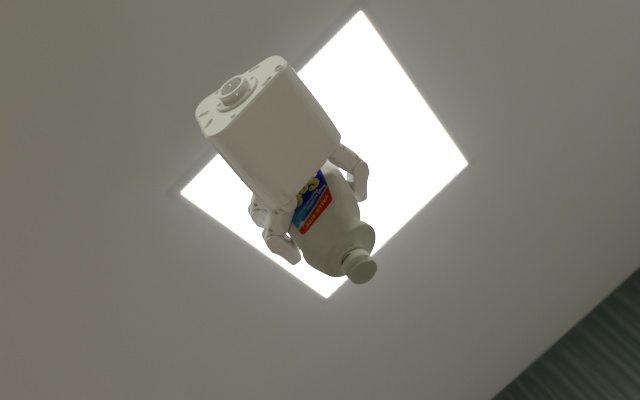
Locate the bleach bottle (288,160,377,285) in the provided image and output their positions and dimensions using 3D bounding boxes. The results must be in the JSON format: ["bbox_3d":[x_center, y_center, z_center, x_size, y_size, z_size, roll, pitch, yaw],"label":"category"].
[{"bbox_3d":[0.000,0.002,0.547,0.068,0.102,0.250,49,2,-38],"label":"bleach bottle"}]
